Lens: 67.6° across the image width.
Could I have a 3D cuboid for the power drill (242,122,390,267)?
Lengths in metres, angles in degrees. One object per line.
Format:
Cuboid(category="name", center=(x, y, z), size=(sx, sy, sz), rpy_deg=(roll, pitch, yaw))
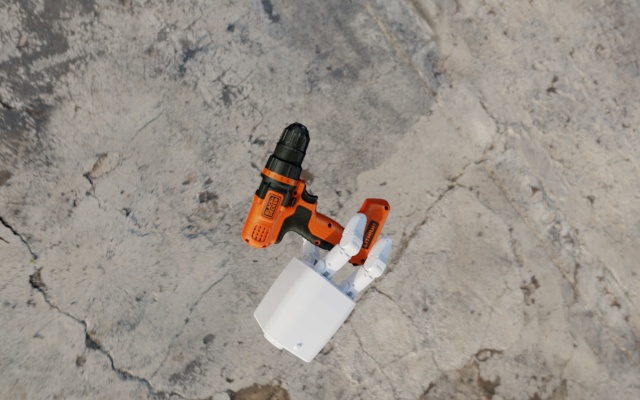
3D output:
Cuboid(category="power drill", center=(0.000, 0.003, 0.684), size=(0.187, 0.184, 0.057), rpy_deg=(21, 9, -11))
